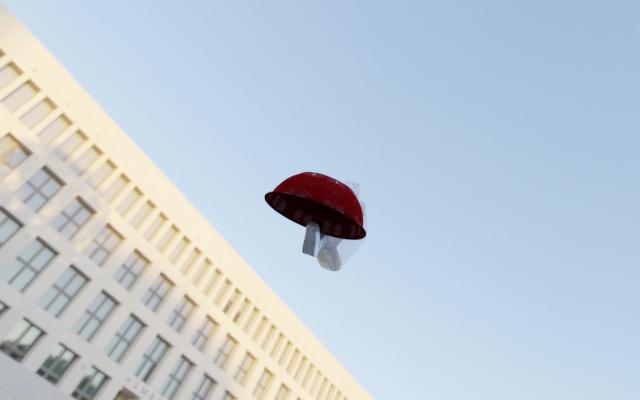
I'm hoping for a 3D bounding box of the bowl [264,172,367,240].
[{"bbox_3d":[0.000,0.002,0.713,0.162,0.055,0.162,20,-17,6],"label":"bowl"}]
